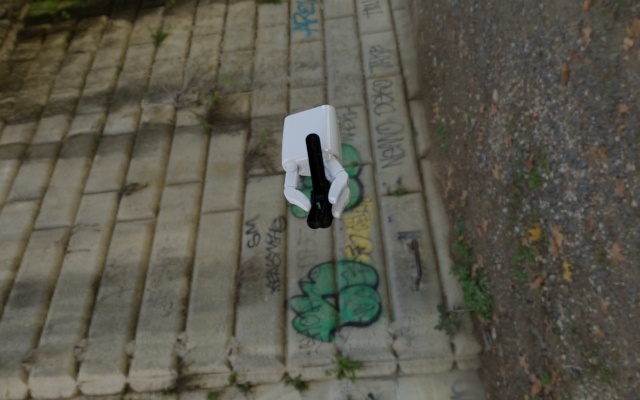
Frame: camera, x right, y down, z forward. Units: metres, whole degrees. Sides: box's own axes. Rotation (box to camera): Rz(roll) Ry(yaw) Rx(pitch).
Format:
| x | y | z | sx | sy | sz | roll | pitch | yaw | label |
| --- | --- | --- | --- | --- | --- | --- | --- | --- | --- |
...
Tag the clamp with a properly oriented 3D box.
| x | y | z | sx | sy | sz | roll | pitch | yaw | label |
| --- | --- | --- | --- | --- | --- | --- | --- | --- | --- |
| -0.001 | 0.003 | 0.850 | 0.036 | 0.164 | 0.210 | -3 | -26 | 7 | clamp |
